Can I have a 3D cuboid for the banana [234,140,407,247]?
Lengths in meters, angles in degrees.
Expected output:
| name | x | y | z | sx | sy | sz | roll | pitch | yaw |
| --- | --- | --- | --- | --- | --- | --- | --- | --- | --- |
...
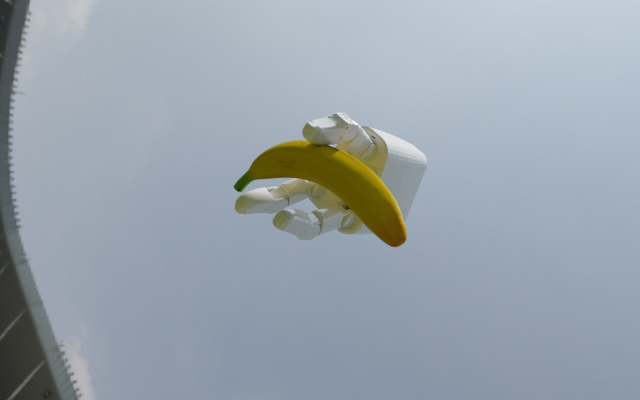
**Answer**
| name | x | y | z | sx | sy | sz | roll | pitch | yaw |
| --- | --- | --- | --- | --- | --- | --- | --- | --- | --- |
| banana | 0.002 | -0.017 | 0.443 | 0.197 | 0.069 | 0.037 | 18 | 4 | 37 |
